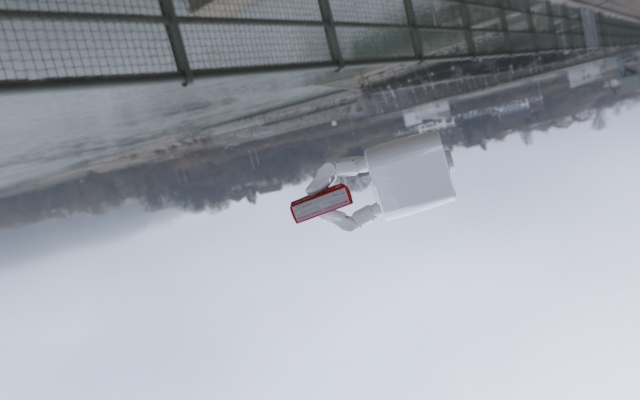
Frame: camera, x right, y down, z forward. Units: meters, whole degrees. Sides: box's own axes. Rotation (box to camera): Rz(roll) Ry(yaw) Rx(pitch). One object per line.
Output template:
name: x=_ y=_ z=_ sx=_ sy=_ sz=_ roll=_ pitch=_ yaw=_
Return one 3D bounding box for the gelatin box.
gelatin box: x=0.000 y=0.003 z=0.709 sx=0.089 sy=0.030 sz=0.073 roll=-21 pitch=6 yaw=0
